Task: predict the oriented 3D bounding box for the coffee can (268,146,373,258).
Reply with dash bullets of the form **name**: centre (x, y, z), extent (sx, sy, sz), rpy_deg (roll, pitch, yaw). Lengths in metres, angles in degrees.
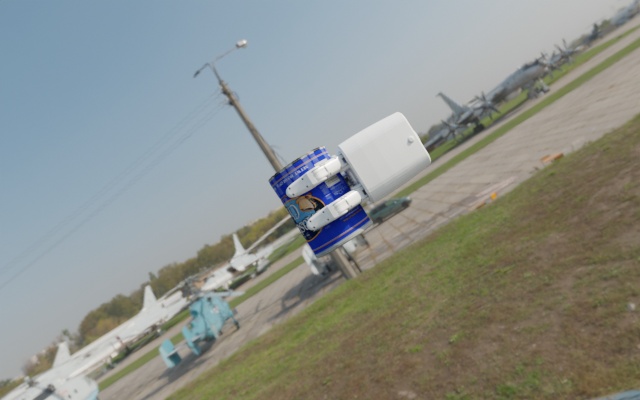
- **coffee can**: centre (0.000, 0.003, 0.732), extent (0.103, 0.140, 0.103), rpy_deg (-32, -1, -1)
